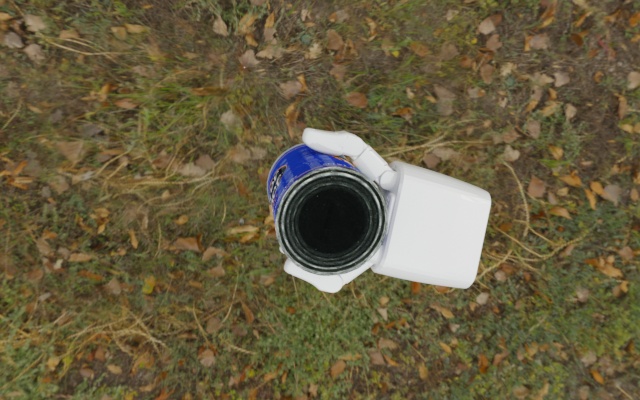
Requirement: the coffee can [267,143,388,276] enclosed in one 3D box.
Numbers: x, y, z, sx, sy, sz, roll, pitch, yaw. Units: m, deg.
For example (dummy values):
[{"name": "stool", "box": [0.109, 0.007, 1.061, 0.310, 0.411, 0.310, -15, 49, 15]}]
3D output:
[{"name": "coffee can", "box": [0.000, 0.001, 0.488, 0.103, 0.103, 0.140, 0, 15, -9]}]
